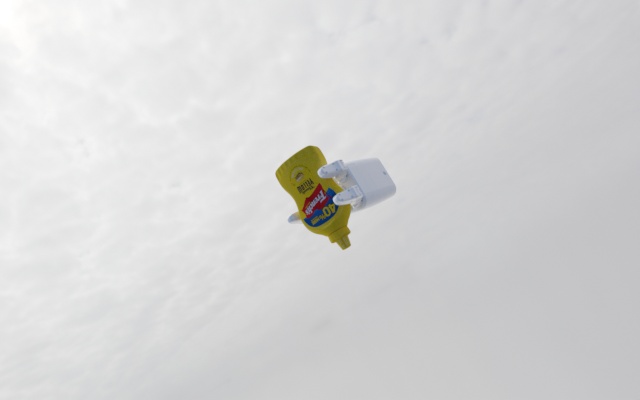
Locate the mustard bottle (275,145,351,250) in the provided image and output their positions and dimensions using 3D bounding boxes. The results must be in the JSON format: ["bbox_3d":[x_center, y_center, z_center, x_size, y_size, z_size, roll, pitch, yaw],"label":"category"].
[{"bbox_3d":[0.000,0.003,0.859,0.096,0.191,0.058,-35,-14,20],"label":"mustard bottle"}]
